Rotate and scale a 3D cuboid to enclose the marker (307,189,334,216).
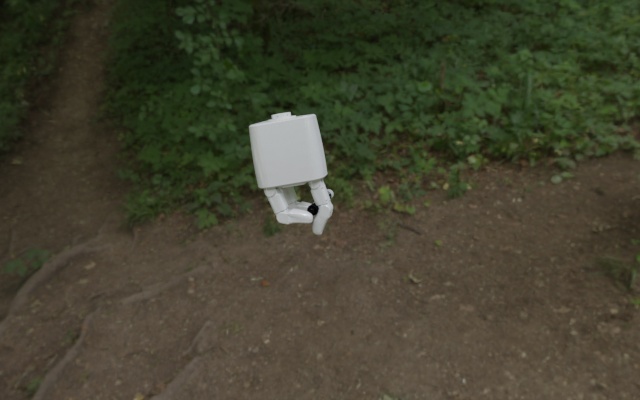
[{"bbox_3d":[0.000,0.003,0.850,0.020,0.020,0.121,0,15,16],"label":"marker"}]
